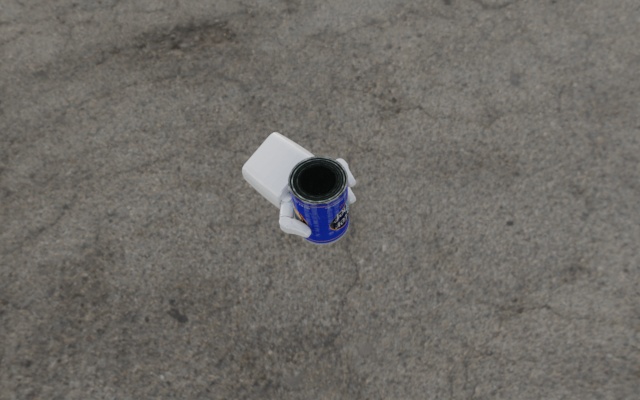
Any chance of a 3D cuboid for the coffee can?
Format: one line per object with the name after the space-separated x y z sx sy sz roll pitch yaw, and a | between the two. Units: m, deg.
0.000 0.003 0.864 0.103 0.102 0.140 0 -34 4 | coffee can
